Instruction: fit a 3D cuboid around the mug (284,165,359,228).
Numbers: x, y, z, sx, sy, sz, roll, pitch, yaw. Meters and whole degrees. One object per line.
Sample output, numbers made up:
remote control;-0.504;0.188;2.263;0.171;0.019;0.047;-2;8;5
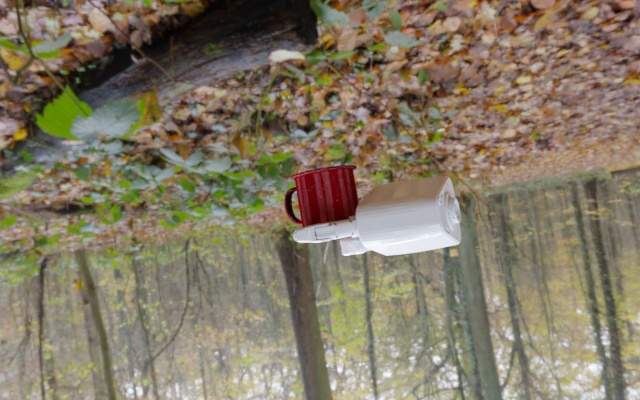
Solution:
mug;-0.001;0.003;0.663;0.117;0.081;0.093;-11;-4;28
